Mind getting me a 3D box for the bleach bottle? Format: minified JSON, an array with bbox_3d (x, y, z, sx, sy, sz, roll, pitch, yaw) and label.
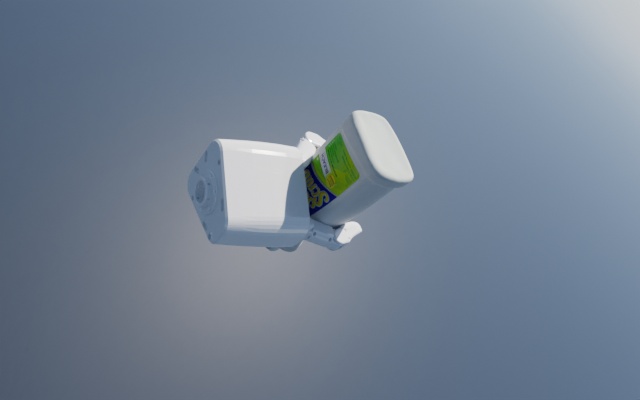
[{"bbox_3d":[0.000,0.002,0.607,0.068,0.102,0.251,3,-34,-39],"label":"bleach bottle"}]
